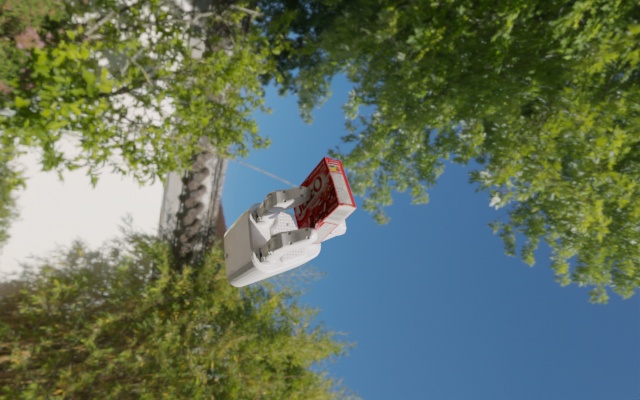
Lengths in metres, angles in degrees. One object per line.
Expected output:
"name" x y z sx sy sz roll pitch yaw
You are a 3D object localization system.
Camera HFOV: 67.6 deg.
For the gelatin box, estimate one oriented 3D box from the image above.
"gelatin box" 0.001 0.002 0.596 0.030 0.073 0.089 10 -40 -34
